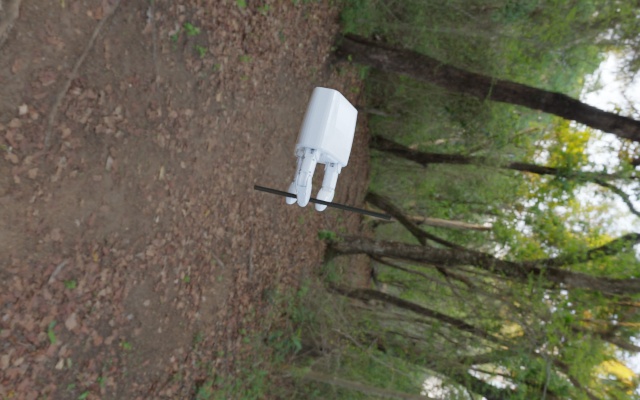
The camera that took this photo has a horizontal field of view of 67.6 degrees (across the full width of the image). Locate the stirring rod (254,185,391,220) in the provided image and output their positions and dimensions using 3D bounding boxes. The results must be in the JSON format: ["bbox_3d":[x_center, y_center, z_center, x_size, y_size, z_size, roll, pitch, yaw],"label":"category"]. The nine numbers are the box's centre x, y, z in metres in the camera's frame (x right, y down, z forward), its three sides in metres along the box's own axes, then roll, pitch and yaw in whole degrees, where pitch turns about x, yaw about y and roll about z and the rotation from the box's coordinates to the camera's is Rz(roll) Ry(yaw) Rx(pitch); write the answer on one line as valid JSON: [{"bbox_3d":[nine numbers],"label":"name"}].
[{"bbox_3d":[0.000,0.003,0.807,0.239,0.011,0.011,13,2,11],"label":"stirring rod"}]
